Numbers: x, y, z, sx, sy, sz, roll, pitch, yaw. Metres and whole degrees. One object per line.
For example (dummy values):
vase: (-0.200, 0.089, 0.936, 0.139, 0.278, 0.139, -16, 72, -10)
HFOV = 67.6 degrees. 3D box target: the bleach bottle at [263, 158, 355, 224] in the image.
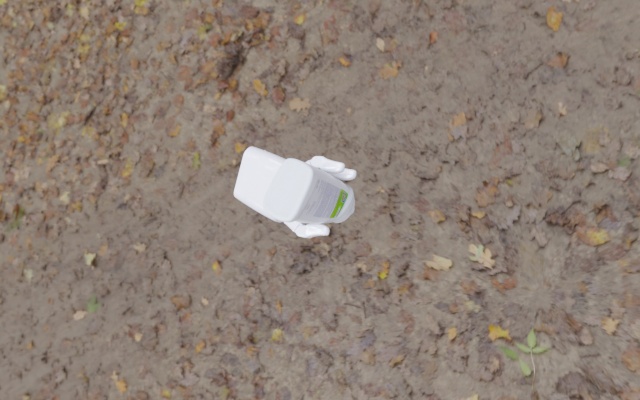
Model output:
bleach bottle: (0.000, 0.003, 0.848, 0.068, 0.102, 0.251, 27, 2, 26)
